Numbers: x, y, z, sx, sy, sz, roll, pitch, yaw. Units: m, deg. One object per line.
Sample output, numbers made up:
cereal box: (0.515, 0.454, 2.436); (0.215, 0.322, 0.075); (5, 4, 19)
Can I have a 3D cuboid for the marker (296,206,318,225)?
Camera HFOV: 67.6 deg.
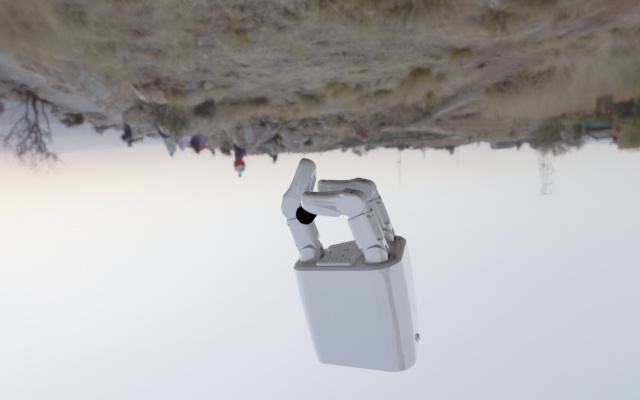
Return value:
marker: (0.000, 0.002, 0.494); (0.020, 0.020, 0.121); (0, 13, 15)
